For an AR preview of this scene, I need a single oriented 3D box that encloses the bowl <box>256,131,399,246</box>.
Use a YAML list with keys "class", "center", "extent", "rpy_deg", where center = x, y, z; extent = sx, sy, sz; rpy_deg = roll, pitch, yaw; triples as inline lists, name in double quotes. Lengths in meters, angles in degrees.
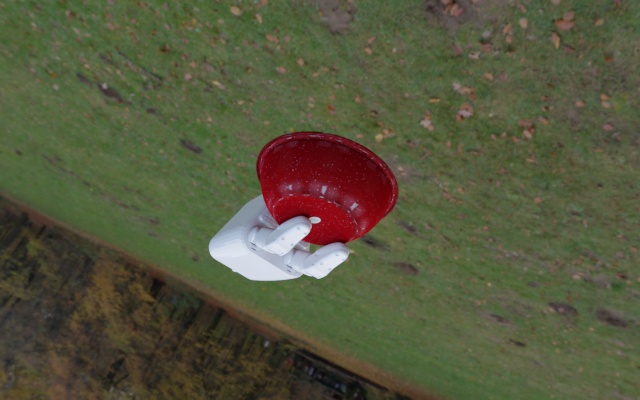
- class: "bowl"
  center: [0.001, 0.001, 0.513]
  extent: [0.162, 0.055, 0.162]
  rpy_deg: [11, -36, 8]
